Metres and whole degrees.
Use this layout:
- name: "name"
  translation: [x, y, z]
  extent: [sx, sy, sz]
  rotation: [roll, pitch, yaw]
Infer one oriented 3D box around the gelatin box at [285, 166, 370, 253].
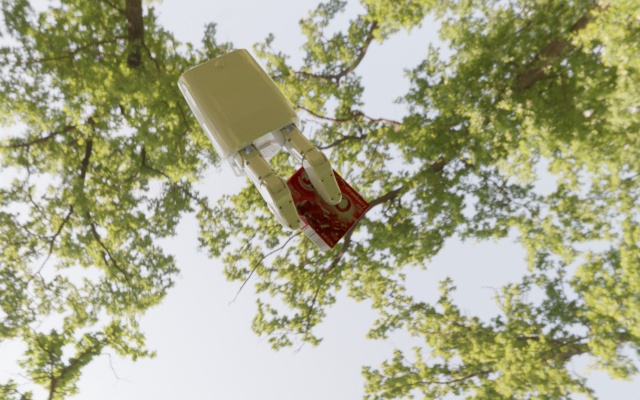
- name: "gelatin box"
  translation: [0.000, 0.002, 0.540]
  extent: [0.073, 0.089, 0.030]
  rotation: [-46, 4, -26]
